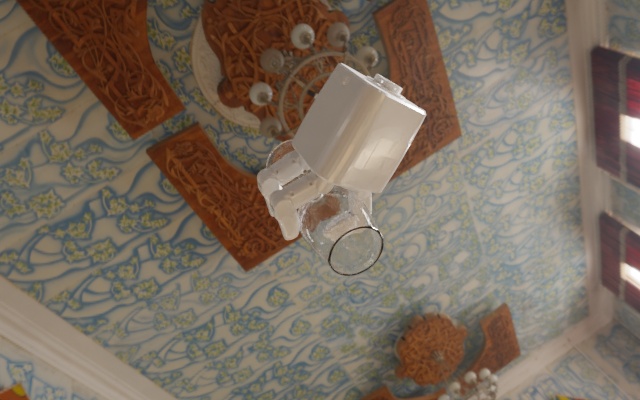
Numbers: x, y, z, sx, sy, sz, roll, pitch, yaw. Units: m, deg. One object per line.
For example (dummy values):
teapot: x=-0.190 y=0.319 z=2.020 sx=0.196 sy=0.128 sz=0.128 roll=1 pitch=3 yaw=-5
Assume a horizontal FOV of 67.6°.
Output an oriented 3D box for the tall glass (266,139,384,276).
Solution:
tall glass: x=0.000 y=0.002 z=0.559 sx=0.079 sy=0.079 sz=0.201 roll=0 pitch=31 yaw=-26
